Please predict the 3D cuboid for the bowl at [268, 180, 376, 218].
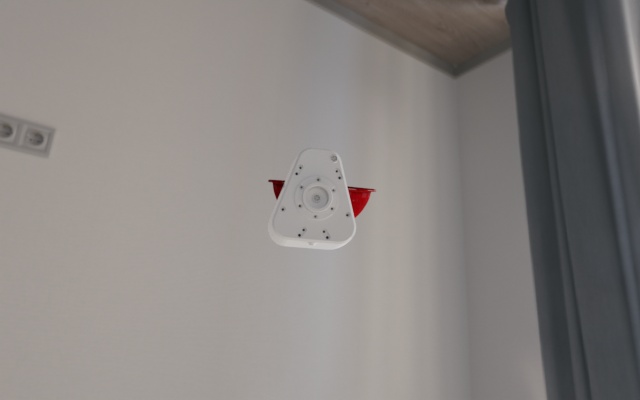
[{"bbox_3d":[0.000,0.003,0.716,0.162,0.055,0.162,5,3,0],"label":"bowl"}]
